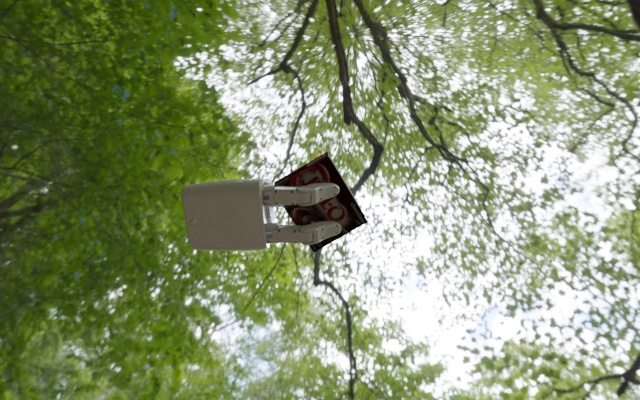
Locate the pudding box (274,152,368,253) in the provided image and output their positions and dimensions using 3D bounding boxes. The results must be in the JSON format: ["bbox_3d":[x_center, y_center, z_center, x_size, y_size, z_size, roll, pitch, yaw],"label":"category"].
[{"bbox_3d":[0.000,0.002,0.668,0.090,0.113,0.039,-30,17,9],"label":"pudding box"}]
